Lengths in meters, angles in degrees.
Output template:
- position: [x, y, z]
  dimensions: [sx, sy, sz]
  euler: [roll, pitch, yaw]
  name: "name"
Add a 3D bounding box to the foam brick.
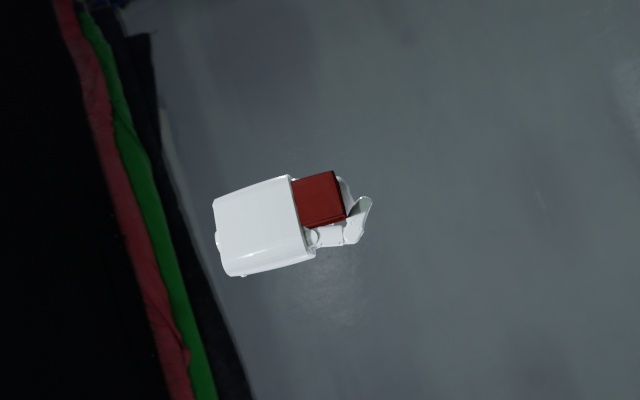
- position: [0.000, 0.002, 0.564]
  dimensions: [0.051, 0.053, 0.078]
  euler: [-14, -9, 4]
  name: "foam brick"
